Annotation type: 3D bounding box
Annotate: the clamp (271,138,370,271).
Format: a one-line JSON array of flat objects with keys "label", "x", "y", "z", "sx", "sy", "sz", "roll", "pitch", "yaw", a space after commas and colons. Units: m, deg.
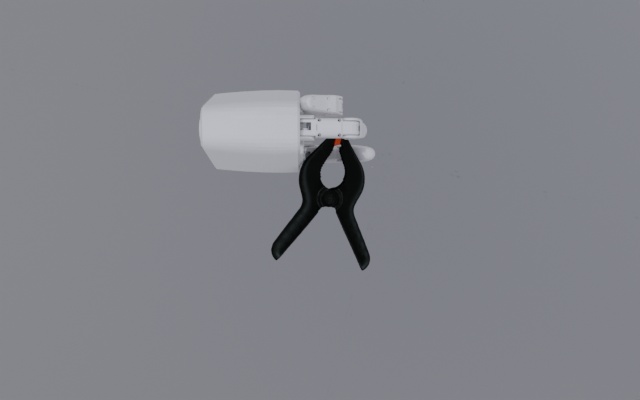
[{"label": "clamp", "x": 0.000, "y": 0.002, "z": 0.574, "sx": 0.120, "sy": 0.171, "sz": 0.039, "roll": -2, "pitch": 4, "yaw": -10}]
